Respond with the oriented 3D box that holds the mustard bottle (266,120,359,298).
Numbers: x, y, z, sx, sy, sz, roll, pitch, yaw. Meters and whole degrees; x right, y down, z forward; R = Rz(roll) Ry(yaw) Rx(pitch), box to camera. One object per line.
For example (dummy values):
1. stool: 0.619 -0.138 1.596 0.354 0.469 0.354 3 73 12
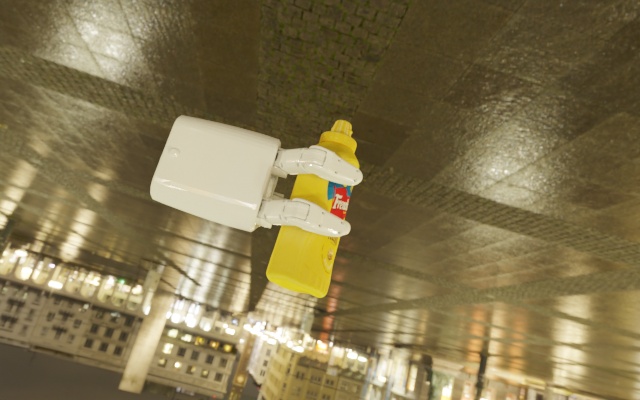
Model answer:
1. mustard bottle: 0.000 0.002 0.510 0.058 0.191 0.096 9 -17 22
